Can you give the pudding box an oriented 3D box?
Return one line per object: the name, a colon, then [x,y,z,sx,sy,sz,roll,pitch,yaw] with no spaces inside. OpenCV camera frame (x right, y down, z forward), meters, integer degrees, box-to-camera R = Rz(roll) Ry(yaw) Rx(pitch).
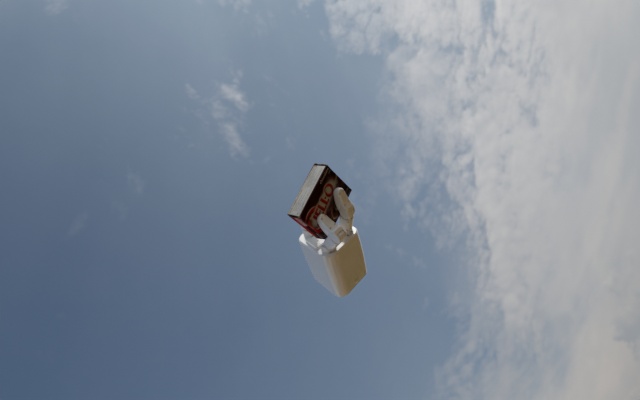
pudding box: [0.000,0.003,0.870,0.039,0.113,0.090,9,-23,41]
